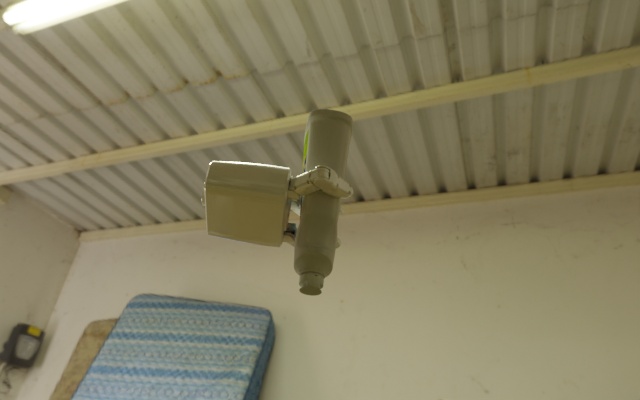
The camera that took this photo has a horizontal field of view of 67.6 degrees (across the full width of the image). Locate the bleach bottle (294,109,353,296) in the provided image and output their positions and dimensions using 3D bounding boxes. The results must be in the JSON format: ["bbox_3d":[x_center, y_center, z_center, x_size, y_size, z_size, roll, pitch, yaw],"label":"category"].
[{"bbox_3d":[0.000,0.002,0.646,0.068,0.250,0.103,8,-33,-2],"label":"bleach bottle"}]
